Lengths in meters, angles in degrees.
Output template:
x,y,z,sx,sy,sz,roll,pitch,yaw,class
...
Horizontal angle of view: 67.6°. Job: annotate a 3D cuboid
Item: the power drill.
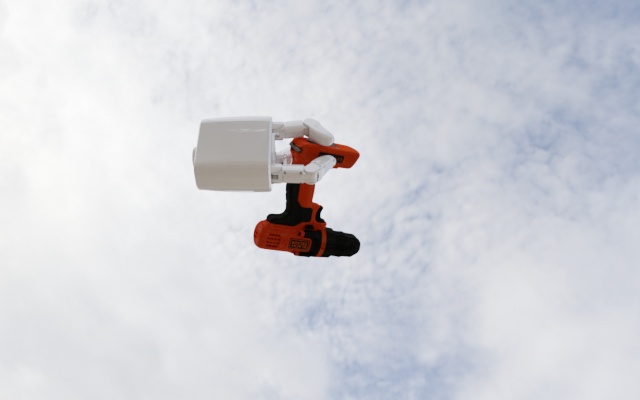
x,y,z,sx,sy,sz,roll,pitch,yaw,class
0.000,0.002,0.753,0.184,0.188,0.057,8,16,-25,power drill
